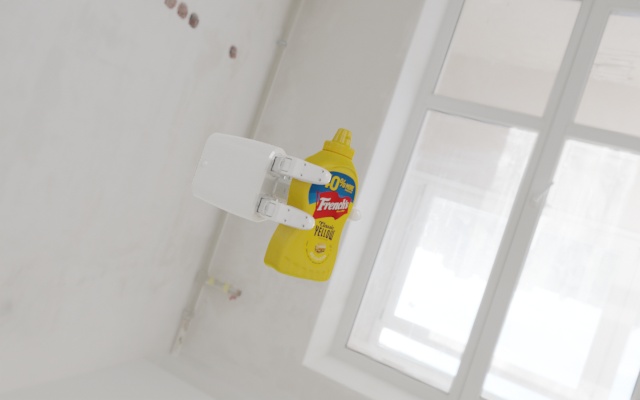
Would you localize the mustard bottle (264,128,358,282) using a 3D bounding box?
[{"bbox_3d":[0.000,0.002,0.599,0.096,0.191,0.058,20,-2,-42],"label":"mustard bottle"}]
